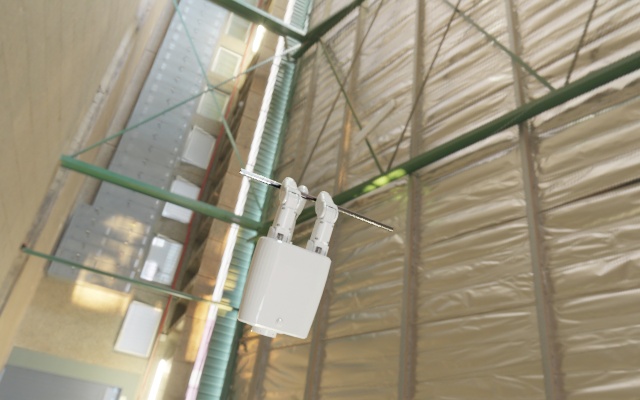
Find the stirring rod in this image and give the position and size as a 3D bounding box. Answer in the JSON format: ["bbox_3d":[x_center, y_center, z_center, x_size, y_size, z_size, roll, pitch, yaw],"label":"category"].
[{"bbox_3d":[0.000,0.002,0.671,0.239,0.011,0.011,21,-7,-19],"label":"stirring rod"}]
